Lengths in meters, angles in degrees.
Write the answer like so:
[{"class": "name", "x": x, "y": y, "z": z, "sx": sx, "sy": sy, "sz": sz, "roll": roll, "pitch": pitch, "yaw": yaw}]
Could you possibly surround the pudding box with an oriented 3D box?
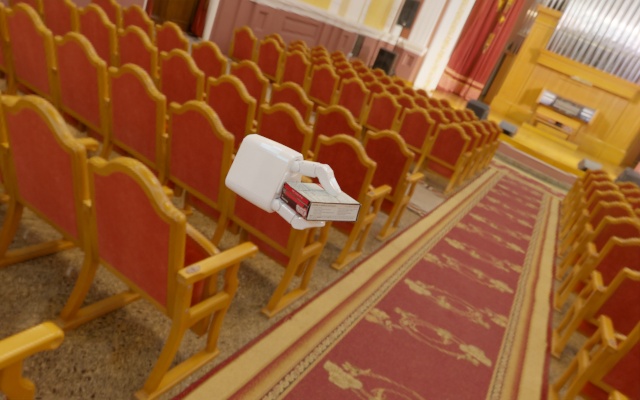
[{"class": "pudding box", "x": 0.000, "y": 0.003, "z": 0.825, "sx": 0.113, "sy": 0.039, "sz": 0.090, "roll": 1, "pitch": 24, "yaw": -36}]
